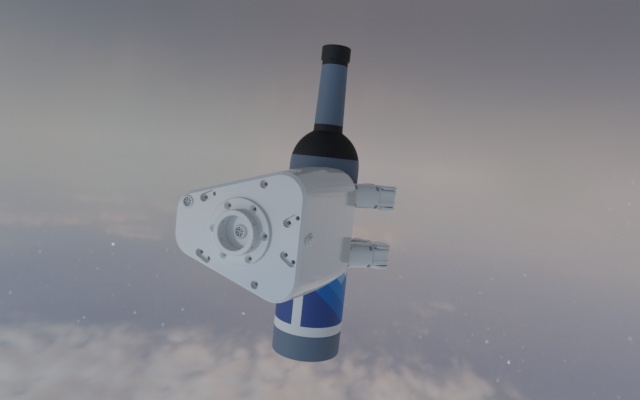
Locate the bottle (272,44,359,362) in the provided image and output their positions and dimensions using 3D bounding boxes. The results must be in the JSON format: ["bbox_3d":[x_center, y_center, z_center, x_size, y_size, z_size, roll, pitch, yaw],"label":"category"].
[{"bbox_3d":[0.000,0.002,0.463,0.069,0.296,0.069,6,5,-1],"label":"bottle"}]
